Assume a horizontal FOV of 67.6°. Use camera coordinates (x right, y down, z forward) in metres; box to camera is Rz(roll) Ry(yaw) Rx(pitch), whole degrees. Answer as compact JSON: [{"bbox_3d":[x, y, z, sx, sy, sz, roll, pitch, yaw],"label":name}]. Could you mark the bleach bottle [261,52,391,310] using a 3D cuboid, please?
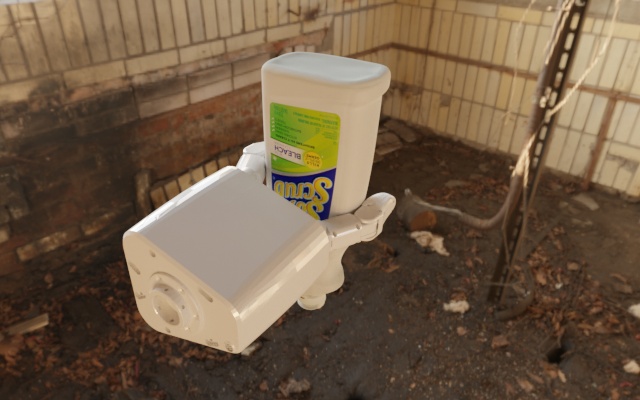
[{"bbox_3d":[0.000,0.001,0.436,0.102,0.251,0.068,18,35,25],"label":"bleach bottle"}]
